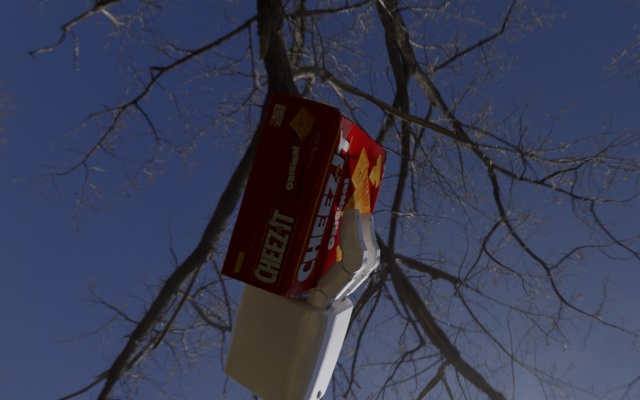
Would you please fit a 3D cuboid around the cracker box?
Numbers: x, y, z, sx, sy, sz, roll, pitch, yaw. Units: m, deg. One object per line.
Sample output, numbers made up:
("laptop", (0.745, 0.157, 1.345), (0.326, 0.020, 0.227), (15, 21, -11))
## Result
("cracker box", (0.000, 0.002, 0.492), (0.072, 0.164, 0.214), (16, 2, 19))
